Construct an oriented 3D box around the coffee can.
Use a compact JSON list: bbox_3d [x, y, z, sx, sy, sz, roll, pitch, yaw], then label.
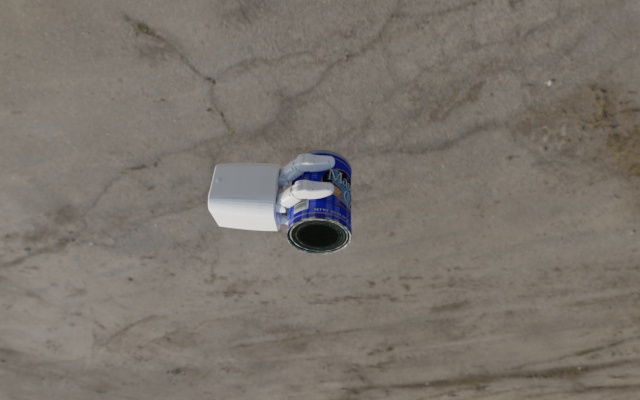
[{"bbox_3d":[0.000,0.002,0.784,0.103,0.140,0.103,2,-38,1],"label":"coffee can"}]
